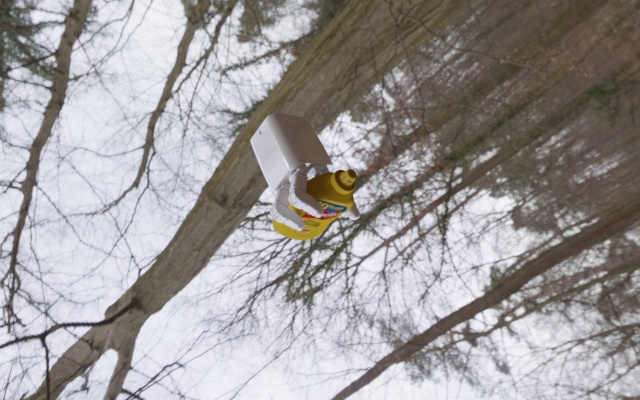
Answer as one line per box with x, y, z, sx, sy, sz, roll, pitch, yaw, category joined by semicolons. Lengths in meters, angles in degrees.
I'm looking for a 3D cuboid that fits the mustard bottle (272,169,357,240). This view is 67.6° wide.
0.000;0.003;0.813;0.096;0.058;0.192;15;-37;-28;mustard bottle
